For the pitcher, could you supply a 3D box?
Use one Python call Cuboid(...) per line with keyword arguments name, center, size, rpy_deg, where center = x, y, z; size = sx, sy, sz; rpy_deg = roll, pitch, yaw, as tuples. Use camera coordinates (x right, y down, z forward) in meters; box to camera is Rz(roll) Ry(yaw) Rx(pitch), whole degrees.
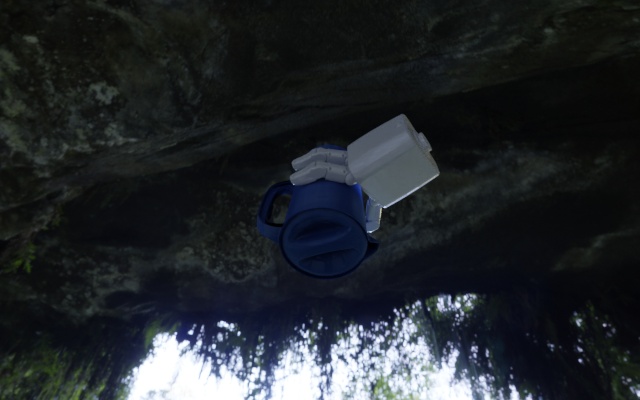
Cuboid(name="pitcher", center=(0.000, 0.003, 0.794), size=(0.145, 0.149, 0.242), rpy_deg=(-32, 26, 20))
